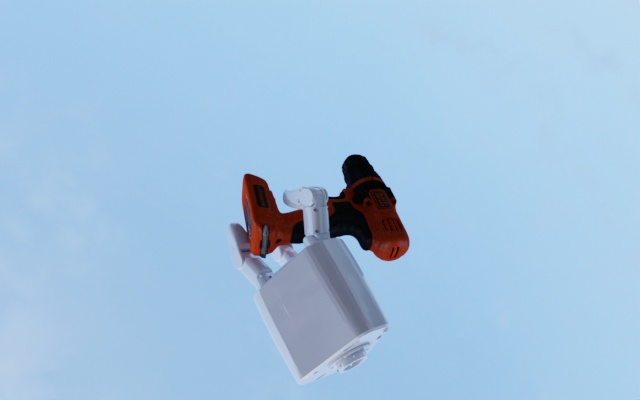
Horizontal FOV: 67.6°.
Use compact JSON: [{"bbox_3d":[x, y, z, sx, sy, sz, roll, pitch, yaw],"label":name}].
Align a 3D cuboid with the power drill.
[{"bbox_3d":[0.000,0.002,0.591,0.187,0.057,0.184,-3,39,-14],"label":"power drill"}]
